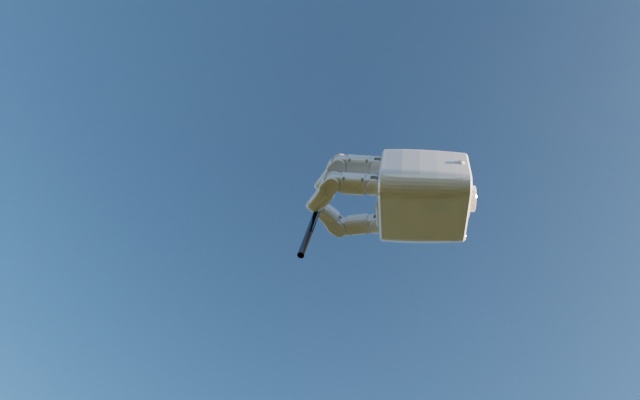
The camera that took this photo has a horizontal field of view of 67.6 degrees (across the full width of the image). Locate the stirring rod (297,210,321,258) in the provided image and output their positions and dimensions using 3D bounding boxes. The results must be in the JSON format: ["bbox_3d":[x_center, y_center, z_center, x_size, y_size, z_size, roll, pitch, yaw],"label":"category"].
[{"bbox_3d":[0.000,0.002,0.621,0.011,0.011,0.239,0,29,12],"label":"stirring rod"}]
